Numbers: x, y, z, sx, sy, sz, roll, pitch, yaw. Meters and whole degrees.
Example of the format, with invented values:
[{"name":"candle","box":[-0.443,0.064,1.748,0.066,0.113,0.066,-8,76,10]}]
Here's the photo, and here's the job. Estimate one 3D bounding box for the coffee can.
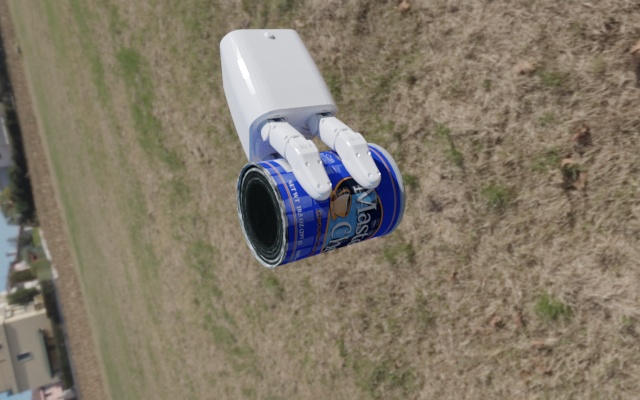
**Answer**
[{"name":"coffee can","box":[0.000,0.002,0.485,0.140,0.103,0.103,-13,7,-31]}]
